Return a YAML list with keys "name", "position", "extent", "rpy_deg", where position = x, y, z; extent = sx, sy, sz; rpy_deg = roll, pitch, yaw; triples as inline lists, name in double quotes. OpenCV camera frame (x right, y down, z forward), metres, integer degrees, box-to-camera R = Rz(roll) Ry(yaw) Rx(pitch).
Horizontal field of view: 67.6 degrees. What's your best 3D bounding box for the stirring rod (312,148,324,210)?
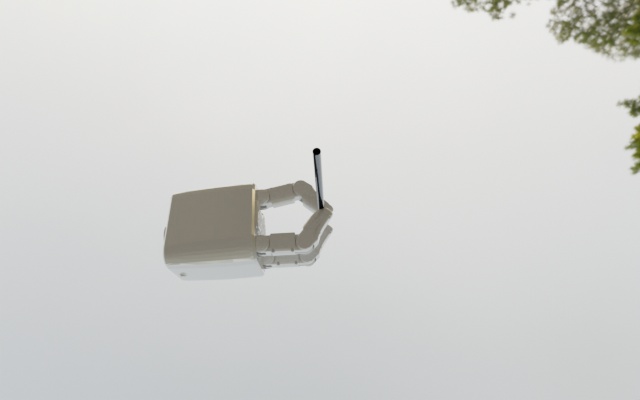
- name: "stirring rod"
  position: [0.000, 0.002, 0.551]
  extent: [0.011, 0.011, 0.240]
  rpy_deg: [0, -23, 2]
